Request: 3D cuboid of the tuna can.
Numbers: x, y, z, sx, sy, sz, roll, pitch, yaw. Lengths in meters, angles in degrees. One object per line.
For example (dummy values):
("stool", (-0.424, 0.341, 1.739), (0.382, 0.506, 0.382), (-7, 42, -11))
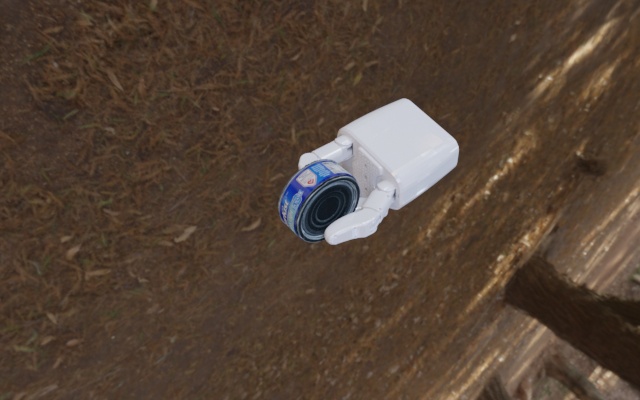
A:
("tuna can", (0.000, 0.002, 0.500), (0.086, 0.086, 0.033), (0, 33, -46))
